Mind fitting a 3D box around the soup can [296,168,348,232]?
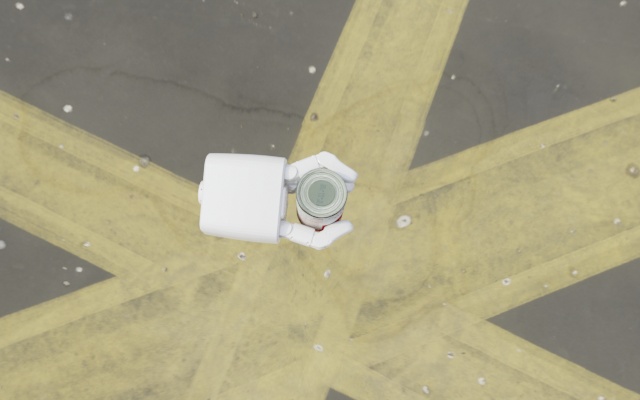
[{"bbox_3d":[0.001,0.002,0.650,0.068,0.068,0.102,0,-14,-2],"label":"soup can"}]
